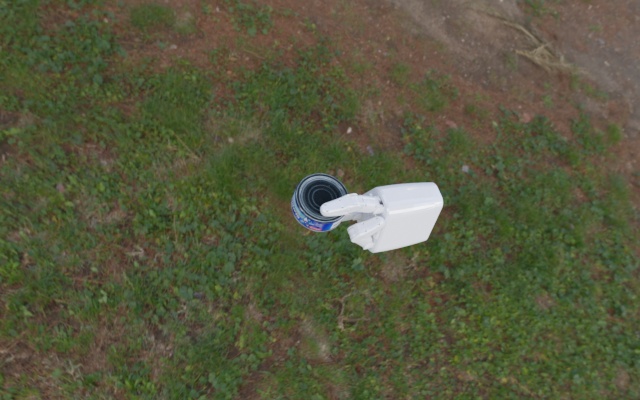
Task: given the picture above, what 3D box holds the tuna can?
[{"bbox_3d":[0.000,0.002,0.727,0.086,0.086,0.034,0,-26,-15],"label":"tuna can"}]
